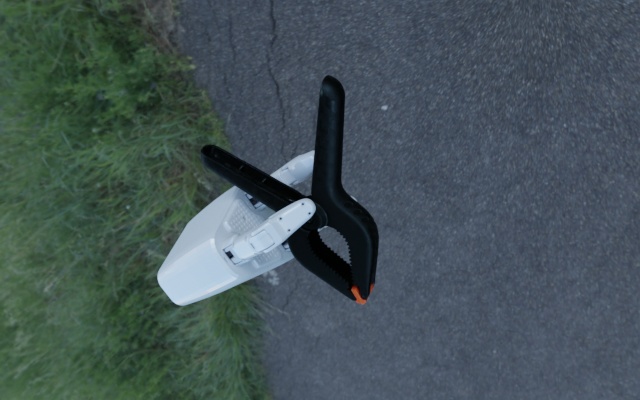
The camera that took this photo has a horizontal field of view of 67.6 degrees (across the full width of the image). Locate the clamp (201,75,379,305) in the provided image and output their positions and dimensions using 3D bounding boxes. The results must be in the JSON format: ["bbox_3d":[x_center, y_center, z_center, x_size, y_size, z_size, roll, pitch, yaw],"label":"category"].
[{"bbox_3d":[0.000,0.002,0.438,0.164,0.210,0.036,-29,11,36],"label":"clamp"}]
